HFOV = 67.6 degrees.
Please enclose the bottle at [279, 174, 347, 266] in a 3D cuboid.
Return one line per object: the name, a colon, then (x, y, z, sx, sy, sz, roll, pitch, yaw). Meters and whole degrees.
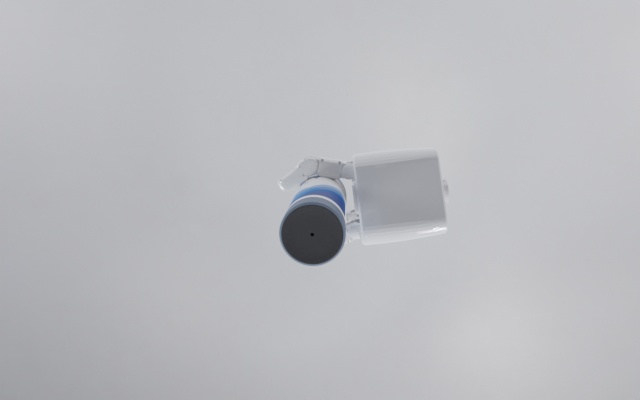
bottle: (0.000, 0.002, 0.614, 0.069, 0.069, 0.295, 0, 13, 3)
